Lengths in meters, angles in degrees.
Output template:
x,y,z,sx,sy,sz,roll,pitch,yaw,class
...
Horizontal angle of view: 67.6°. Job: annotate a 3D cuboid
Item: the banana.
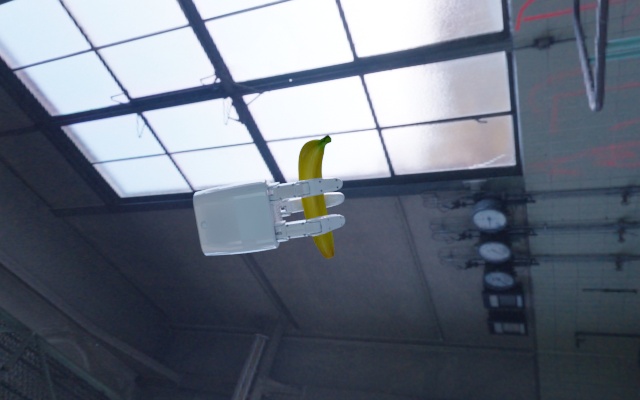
x,y,z,sx,sy,sz,roll,pitch,yaw,class
-0.007,-0.009,0.702,0.037,0.198,0.069,-14,30,-17,banana
